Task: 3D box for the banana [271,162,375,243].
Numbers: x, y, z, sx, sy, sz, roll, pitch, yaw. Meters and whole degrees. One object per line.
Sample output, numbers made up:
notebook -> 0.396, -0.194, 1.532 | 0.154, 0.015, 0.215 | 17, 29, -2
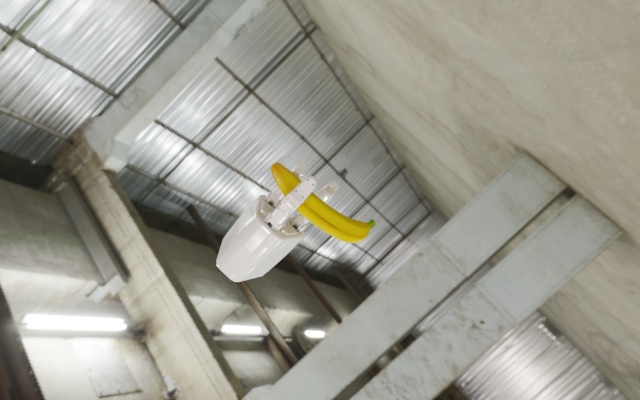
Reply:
banana -> 0.004, 0.014, 0.722 | 0.198, 0.037, 0.069 | 32, 26, -21
